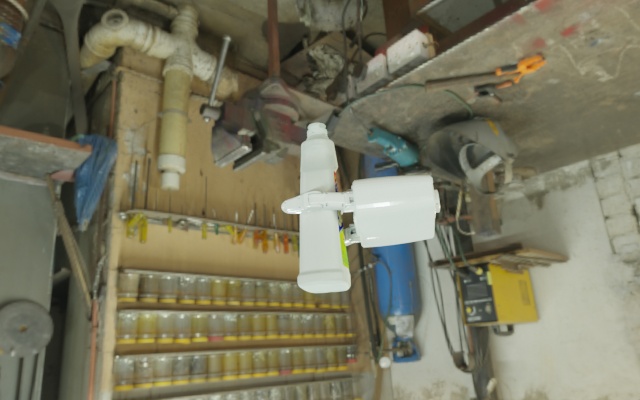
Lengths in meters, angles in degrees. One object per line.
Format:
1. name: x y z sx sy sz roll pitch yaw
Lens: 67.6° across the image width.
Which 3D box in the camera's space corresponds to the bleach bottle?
1. bleach bottle: 0.000 0.002 0.693 0.068 0.250 0.103 -6 -18 8
